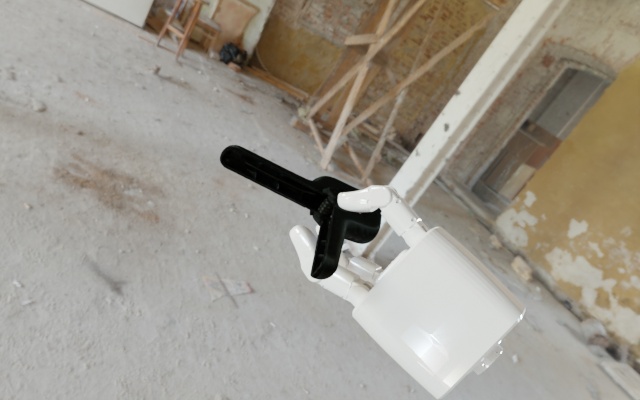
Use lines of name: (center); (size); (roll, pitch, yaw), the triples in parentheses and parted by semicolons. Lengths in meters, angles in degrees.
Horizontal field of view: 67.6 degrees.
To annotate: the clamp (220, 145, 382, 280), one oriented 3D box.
clamp: (0.001, 0.001, 0.505); (0.164, 0.036, 0.210); (46, 23, 19)
